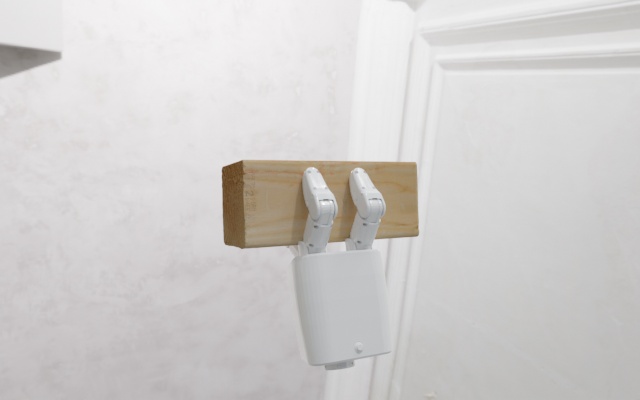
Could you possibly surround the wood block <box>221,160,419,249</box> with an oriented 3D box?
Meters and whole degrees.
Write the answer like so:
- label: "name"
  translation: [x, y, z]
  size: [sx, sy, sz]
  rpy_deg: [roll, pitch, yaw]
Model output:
- label: "wood block"
  translation: [0.000, 0.002, 0.544]
  size: [0.206, 0.090, 0.091]
  rpy_deg: [-1, -1, -25]
